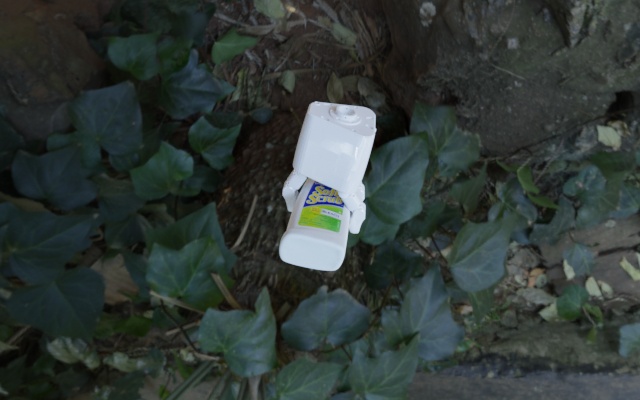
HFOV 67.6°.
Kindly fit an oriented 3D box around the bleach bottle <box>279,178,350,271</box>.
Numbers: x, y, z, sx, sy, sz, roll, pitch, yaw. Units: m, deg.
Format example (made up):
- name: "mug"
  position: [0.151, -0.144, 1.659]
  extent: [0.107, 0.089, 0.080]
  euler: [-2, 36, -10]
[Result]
- name: "bleach bottle"
  position: [0.000, 0.003, 0.809]
  extent: [0.102, 0.068, 0.250]
  euler: [13, 39, -4]
